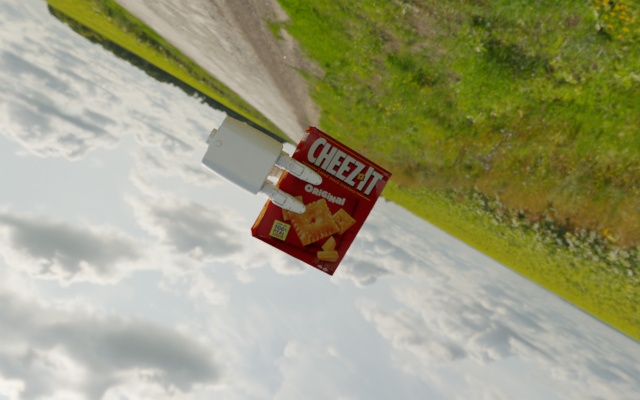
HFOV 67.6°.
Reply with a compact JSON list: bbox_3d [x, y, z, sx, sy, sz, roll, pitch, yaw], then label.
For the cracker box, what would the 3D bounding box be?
[{"bbox_3d":[0.000,0.003,0.837,0.164,0.214,0.072,29,4,-13],"label":"cracker box"}]
